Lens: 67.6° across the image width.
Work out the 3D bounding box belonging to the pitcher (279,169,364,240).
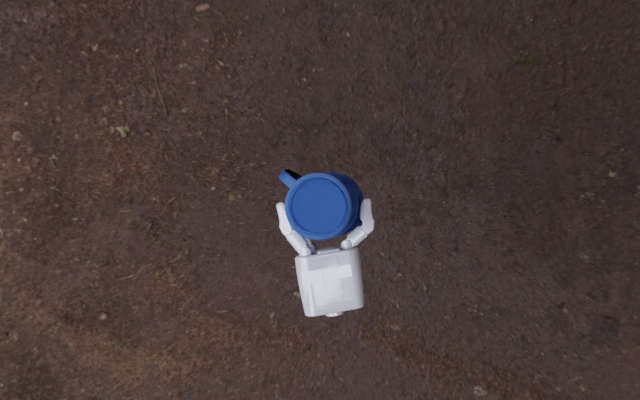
[{"bbox_3d":[0.000,0.003,0.861,0.149,0.145,0.243,-8,-1,6],"label":"pitcher"}]
